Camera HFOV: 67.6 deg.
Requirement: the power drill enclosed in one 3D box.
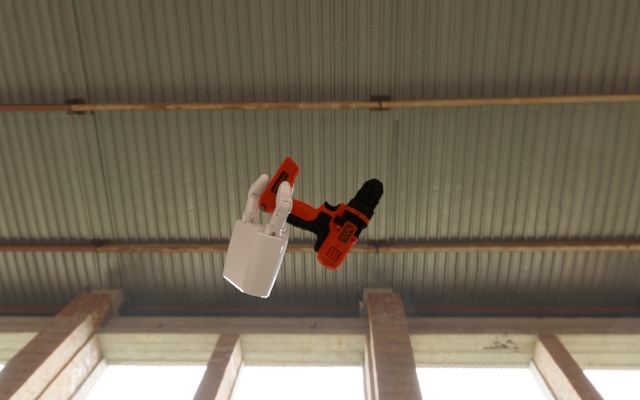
[{"bbox_3d":[0.000,0.003,0.849,0.187,0.184,0.057,33,-13,1],"label":"power drill"}]
